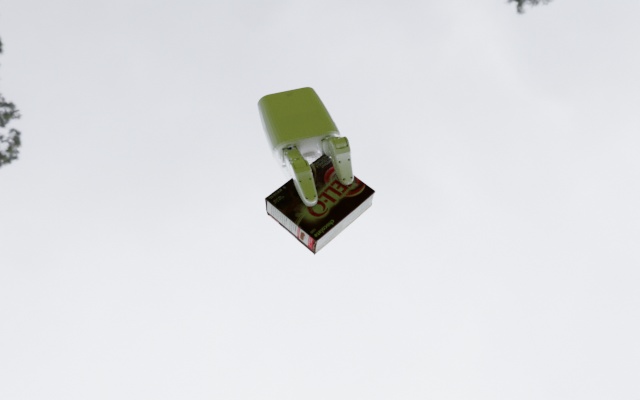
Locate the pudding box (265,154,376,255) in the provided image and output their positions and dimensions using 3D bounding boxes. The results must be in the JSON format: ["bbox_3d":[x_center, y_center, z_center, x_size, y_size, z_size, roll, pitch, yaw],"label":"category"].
[{"bbox_3d":[0.000,0.002,0.608,0.090,0.039,0.113,38,61,23],"label":"pudding box"}]
